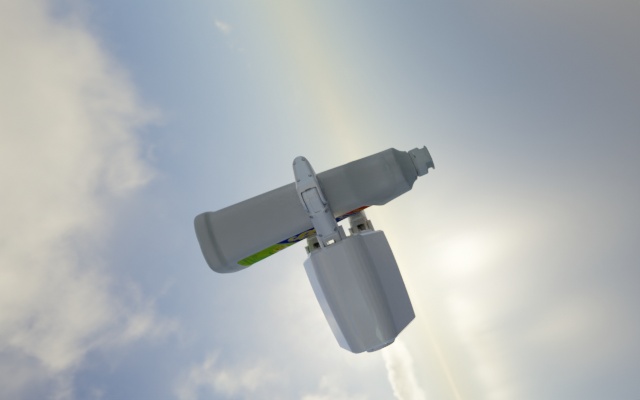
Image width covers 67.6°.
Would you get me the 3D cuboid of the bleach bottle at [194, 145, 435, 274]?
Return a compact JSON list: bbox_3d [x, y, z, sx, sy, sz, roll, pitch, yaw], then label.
[{"bbox_3d":[0.000,0.002,0.513,0.251,0.068,0.102,-23,-11,6],"label":"bleach bottle"}]
